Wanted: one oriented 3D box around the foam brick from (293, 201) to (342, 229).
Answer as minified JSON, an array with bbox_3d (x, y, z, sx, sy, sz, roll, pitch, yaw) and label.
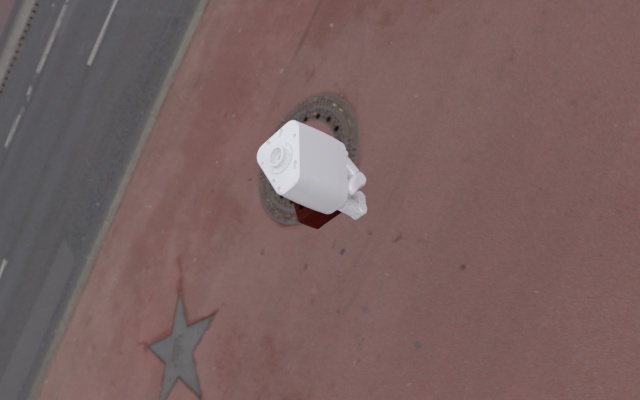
[{"bbox_3d":[0.000,0.003,0.793,0.078,0.053,0.051,-37,-36,29],"label":"foam brick"}]
